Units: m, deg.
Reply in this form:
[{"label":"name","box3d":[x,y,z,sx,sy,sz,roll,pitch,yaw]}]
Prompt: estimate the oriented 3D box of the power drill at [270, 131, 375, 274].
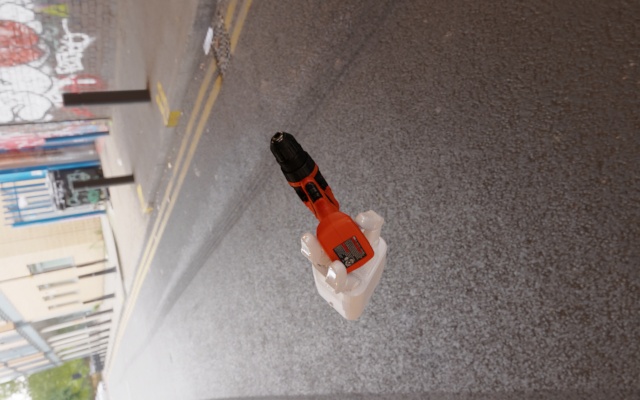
[{"label":"power drill","box3d":[0.000,0.003,0.690,0.057,0.184,0.187,-33,41,4]}]
